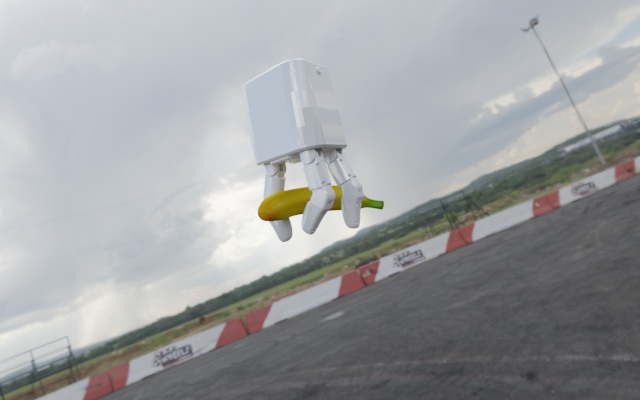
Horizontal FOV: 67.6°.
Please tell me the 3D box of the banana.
[{"bbox_3d":[-0.009,0.001,0.618,0.198,0.037,0.069,-6,7,-38],"label":"banana"}]
